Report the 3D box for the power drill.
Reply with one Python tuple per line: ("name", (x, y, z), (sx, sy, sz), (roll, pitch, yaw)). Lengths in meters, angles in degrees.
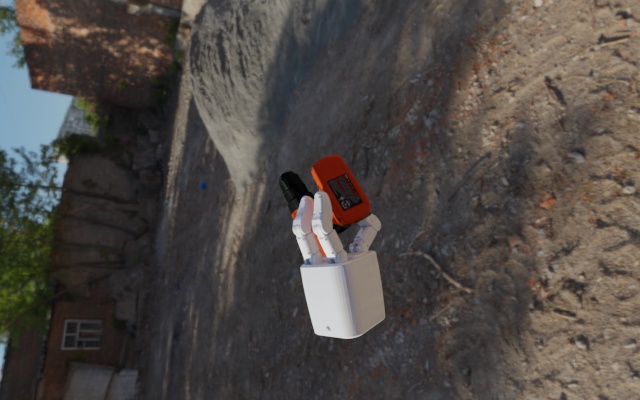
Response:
("power drill", (0.000, 0.003, 0.766), (0.057, 0.184, 0.188), (-27, -13, -23))
